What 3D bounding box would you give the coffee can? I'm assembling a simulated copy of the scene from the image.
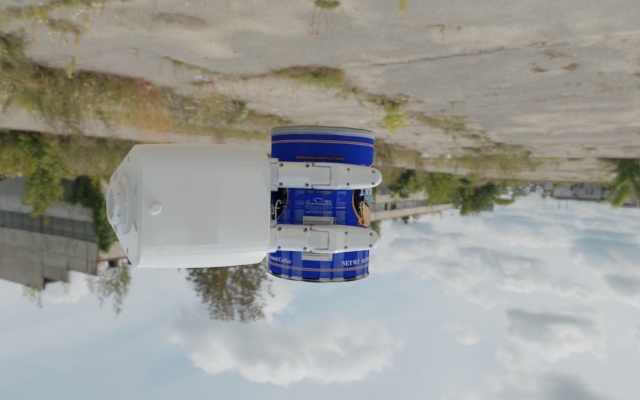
[{"bbox_3d":[0.000,0.001,0.473,0.103,0.140,0.103,2,3,0],"label":"coffee can"}]
